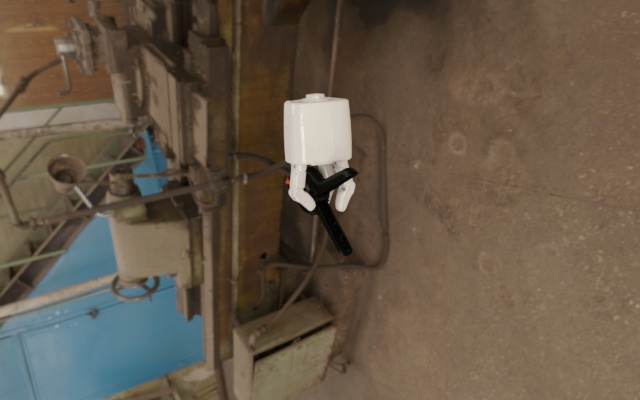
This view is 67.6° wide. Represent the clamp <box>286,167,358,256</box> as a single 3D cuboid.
[{"bbox_3d":[-0.001,0.003,0.894,0.036,0.164,0.210,-12,20,-32],"label":"clamp"}]
